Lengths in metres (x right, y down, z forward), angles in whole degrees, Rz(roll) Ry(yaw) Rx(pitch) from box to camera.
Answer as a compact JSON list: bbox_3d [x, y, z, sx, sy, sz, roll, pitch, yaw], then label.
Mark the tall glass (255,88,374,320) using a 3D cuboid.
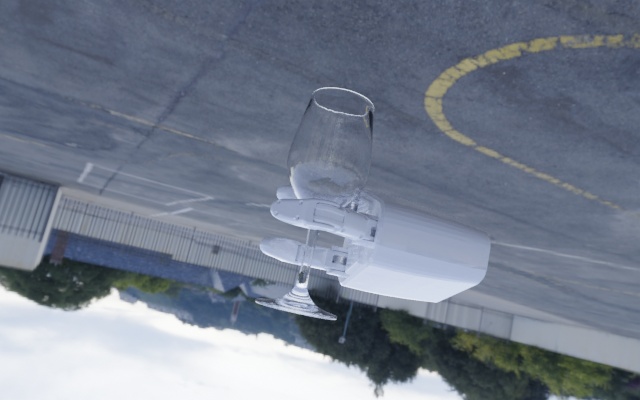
[{"bbox_3d":[0.000,0.002,0.440,0.079,0.201,0.079,12,-10,2],"label":"tall glass"}]
